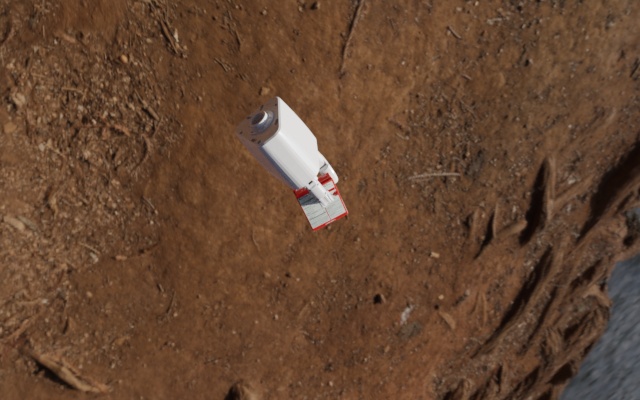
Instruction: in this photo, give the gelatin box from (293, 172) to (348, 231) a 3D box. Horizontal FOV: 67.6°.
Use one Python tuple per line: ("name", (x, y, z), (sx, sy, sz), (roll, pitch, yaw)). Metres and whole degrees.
("gelatin box", (0.000, 0.003, 0.866), (0.073, 0.089, 0.030), (-28, 36, -3))
